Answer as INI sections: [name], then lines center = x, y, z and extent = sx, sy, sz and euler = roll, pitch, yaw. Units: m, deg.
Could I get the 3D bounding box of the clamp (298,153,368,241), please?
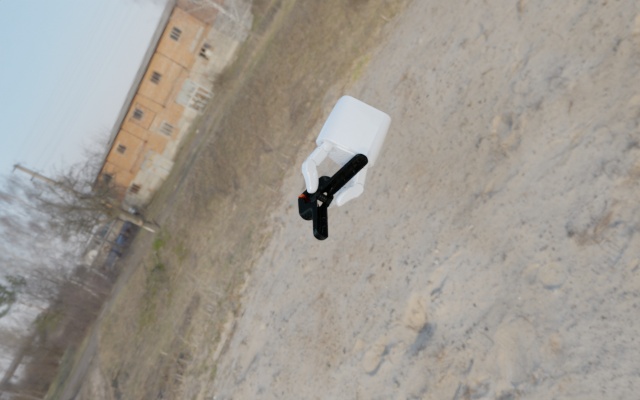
[clamp]
center = -0.001, 0.002, 0.873
extent = 0.036, 0.164, 0.210
euler = 34, -19, -17
